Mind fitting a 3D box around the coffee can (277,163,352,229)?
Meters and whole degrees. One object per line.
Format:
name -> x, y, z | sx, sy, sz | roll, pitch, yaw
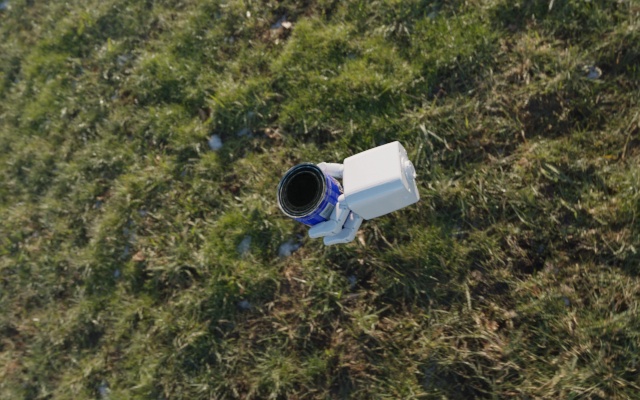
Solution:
coffee can -> 0.000, 0.003, 0.887 | 0.103, 0.102, 0.140 | 0, -18, 31
